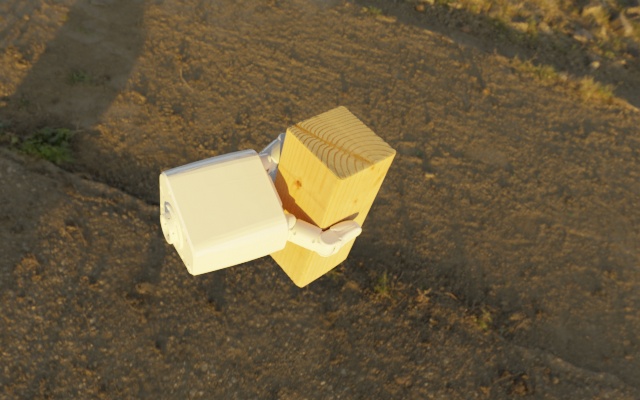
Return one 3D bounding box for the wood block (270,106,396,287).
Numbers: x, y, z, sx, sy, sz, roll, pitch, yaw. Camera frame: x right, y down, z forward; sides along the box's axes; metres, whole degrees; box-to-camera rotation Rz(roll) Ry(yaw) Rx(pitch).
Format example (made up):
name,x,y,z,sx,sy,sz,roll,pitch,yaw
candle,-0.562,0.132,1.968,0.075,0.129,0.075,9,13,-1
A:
name,x,y,z,sx,sy,sz,roll,pitch,yaw
wood block,0.000,0.002,0.585,0.090,0.090,0.206,-28,-28,-35
